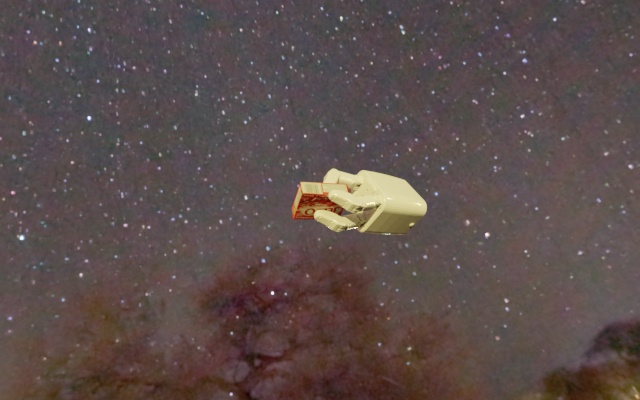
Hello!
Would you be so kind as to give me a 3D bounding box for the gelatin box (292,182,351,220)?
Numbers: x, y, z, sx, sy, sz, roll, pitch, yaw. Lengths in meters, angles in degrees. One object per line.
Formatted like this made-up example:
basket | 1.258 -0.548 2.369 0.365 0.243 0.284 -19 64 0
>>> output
gelatin box | 0.000 0.002 0.846 0.089 0.030 0.073 2 -40 -18
